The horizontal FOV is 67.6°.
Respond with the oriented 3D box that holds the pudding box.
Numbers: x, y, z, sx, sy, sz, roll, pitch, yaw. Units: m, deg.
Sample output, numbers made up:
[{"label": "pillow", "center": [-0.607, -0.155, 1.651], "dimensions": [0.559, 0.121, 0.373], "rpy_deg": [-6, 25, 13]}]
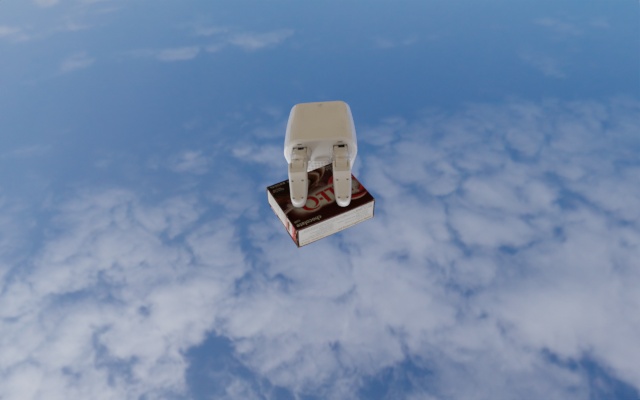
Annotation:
[{"label": "pudding box", "center": [0.000, 0.002, 0.613], "dimensions": [0.113, 0.039, 0.090], "rpy_deg": [-23, 46, -17]}]
